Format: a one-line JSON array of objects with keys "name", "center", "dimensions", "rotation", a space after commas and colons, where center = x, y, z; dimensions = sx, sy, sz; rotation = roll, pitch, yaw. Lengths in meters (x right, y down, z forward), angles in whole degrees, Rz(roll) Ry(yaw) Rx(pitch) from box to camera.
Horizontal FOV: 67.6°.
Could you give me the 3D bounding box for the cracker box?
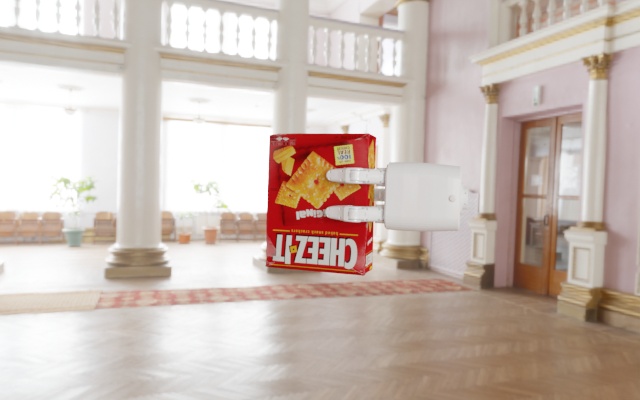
[{"name": "cracker box", "center": [0.000, 0.002, 0.751], "dimensions": [0.164, 0.213, 0.072], "rotation": [3, 2, 17]}]
